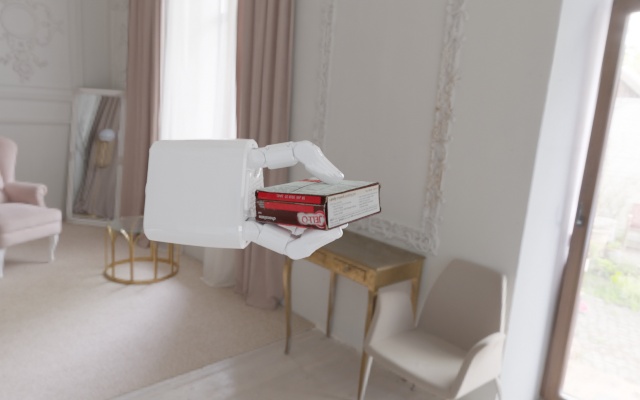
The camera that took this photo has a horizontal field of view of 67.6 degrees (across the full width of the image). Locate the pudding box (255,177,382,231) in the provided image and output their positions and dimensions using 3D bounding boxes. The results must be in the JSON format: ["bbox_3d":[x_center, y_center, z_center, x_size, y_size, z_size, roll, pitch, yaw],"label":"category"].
[{"bbox_3d":[0.000,0.001,0.504,0.090,0.039,0.113,6,13,34],"label":"pudding box"}]
